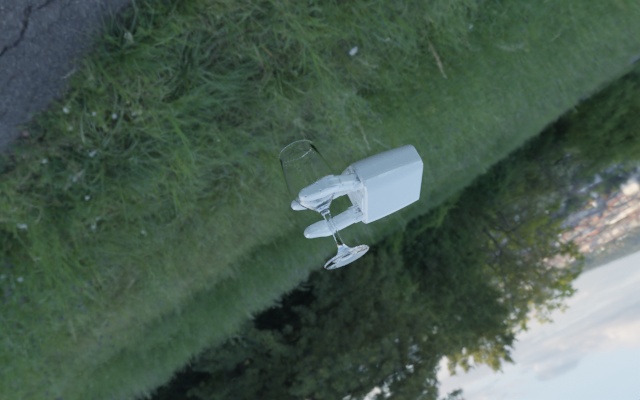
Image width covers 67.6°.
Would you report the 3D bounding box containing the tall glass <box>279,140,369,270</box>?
[{"bbox_3d":[0.000,0.003,0.754,0.079,0.201,0.079,-23,-20,-9],"label":"tall glass"}]
